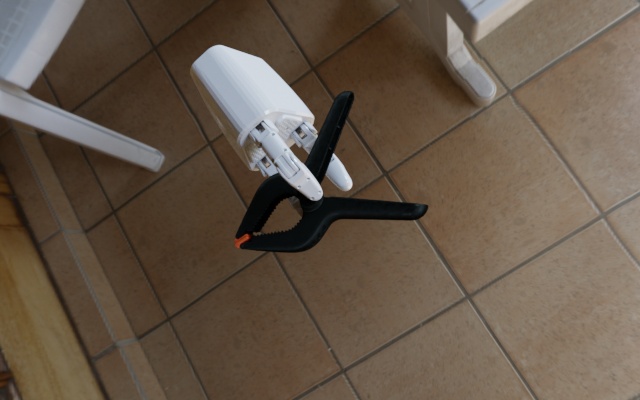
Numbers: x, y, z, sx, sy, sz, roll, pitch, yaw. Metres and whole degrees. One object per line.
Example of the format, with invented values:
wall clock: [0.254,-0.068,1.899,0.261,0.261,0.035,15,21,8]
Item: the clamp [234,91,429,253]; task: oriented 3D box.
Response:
clamp: [-0.001,0.002,0.526,0.210,0.164,0.036,-40,-17,7]
